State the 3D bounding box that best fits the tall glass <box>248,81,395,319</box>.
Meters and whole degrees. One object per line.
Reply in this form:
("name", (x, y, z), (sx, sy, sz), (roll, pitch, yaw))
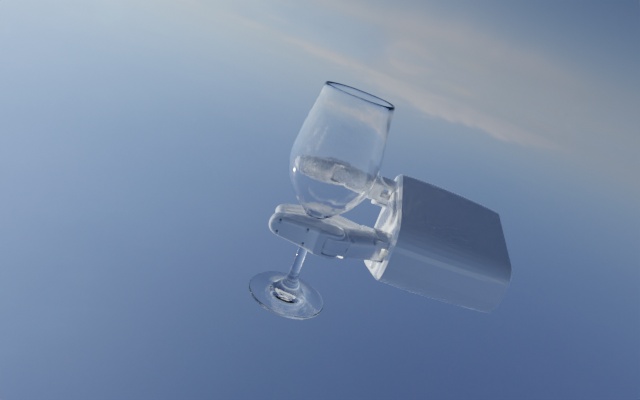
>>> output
("tall glass", (0.000, 0.002, 0.422), (0.079, 0.201, 0.079), (18, 19, -6))
